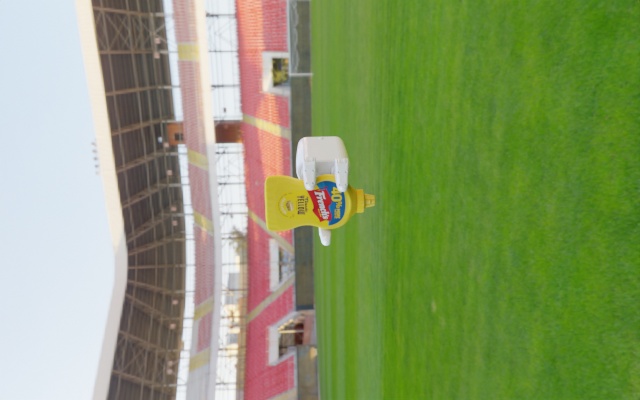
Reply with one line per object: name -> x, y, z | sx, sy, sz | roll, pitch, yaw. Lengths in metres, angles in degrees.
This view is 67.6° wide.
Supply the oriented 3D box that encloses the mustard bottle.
mustard bottle -> 0.000, 0.003, 0.840 | 0.191, 0.096, 0.058 | -2, 10, -2
